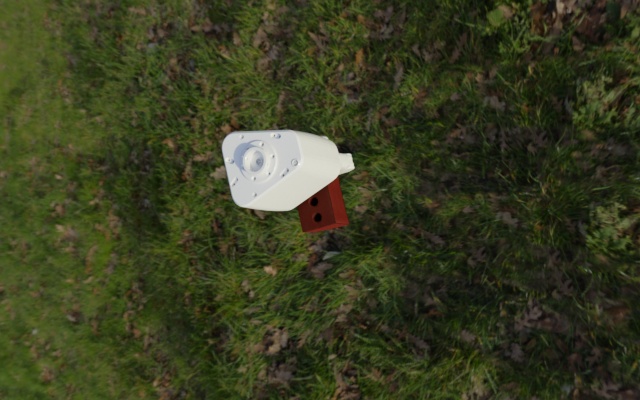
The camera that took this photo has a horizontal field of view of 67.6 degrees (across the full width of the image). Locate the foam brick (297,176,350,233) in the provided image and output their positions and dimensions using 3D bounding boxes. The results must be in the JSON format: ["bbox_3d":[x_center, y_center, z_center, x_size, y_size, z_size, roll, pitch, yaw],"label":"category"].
[{"bbox_3d":[0.000,0.002,0.661,0.053,0.078,0.051,-16,-8,22],"label":"foam brick"}]
